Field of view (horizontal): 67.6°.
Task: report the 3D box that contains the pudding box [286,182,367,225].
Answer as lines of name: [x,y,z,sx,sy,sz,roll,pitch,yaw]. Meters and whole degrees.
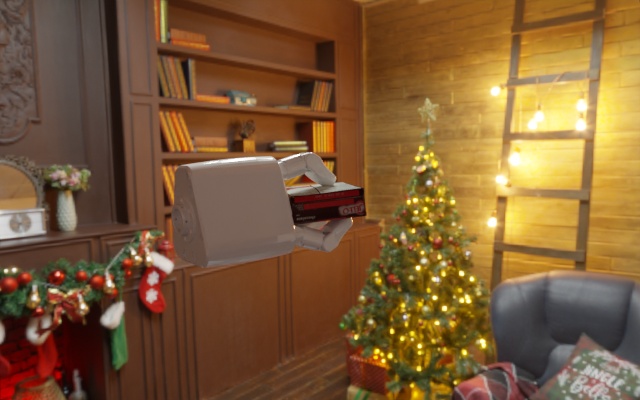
pudding box: [0.000,0.002,0.599,0.090,0.039,0.113,-6,8,-9]
